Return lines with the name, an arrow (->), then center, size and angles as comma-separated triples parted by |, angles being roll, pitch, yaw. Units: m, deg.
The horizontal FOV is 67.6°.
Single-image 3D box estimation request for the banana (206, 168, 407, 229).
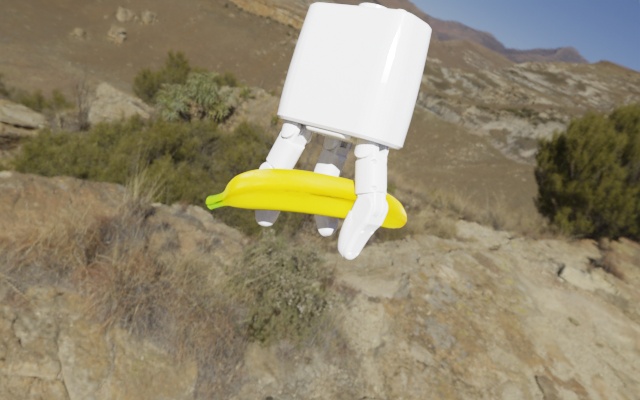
banana -> 0.003, -0.001, 0.426 | 0.198, 0.037, 0.069 | 8, -10, -20
